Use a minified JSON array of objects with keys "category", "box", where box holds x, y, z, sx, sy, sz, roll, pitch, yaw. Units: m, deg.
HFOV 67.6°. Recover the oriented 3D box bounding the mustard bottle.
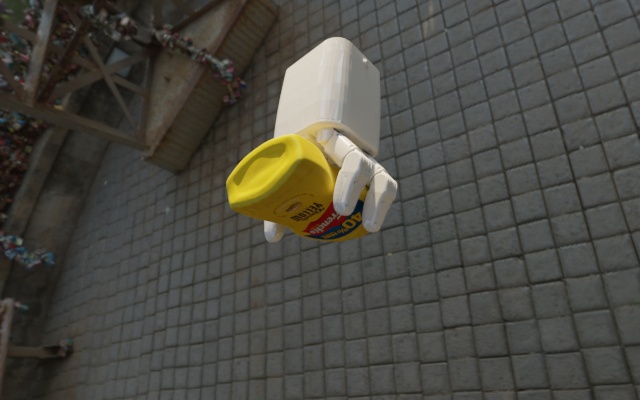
[{"category":"mustard bottle","box":[0.000,0.002,0.506,0.096,0.058,0.192,-33,-35,23]}]
